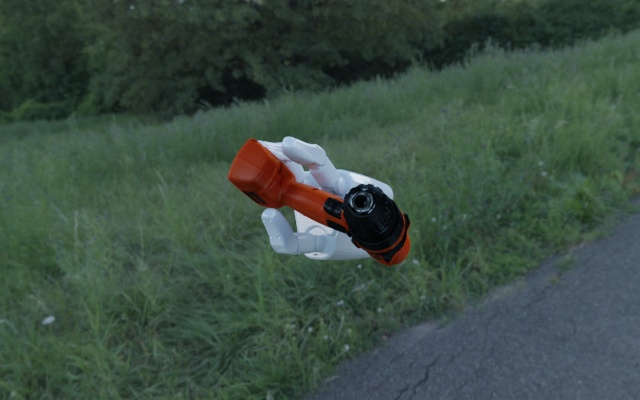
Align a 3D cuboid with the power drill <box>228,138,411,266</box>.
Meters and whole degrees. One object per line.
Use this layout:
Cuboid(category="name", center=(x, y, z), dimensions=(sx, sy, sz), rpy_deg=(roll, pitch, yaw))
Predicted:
Cuboid(category="power drill", center=(0.000, 0.001, 0.488), dimensions=(0.187, 0.057, 0.184), rpy_deg=(27, -10, 22))
